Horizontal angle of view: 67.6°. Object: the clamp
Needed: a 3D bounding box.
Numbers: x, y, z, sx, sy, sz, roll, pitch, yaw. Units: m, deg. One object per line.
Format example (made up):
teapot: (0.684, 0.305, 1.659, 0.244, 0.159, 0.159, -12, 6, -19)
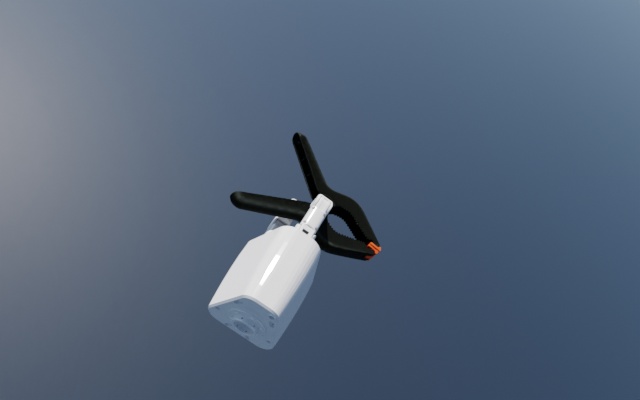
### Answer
clamp: (0.001, 0.002, 0.672, 0.210, 0.164, 0.036, 35, -36, -4)
